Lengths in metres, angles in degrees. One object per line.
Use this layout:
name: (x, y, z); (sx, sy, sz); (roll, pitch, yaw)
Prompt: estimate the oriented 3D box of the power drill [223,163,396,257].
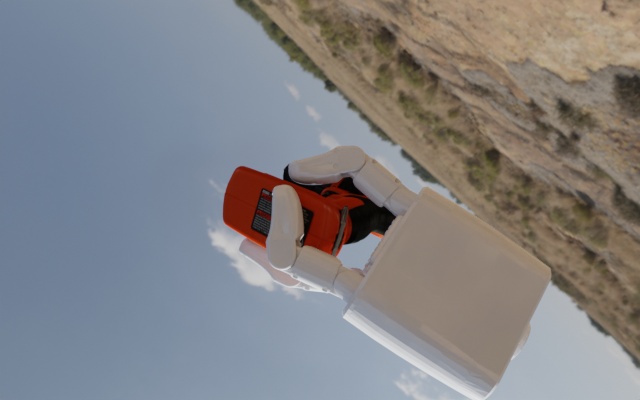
power drill: (0.000, 0.002, 0.446); (0.184, 0.057, 0.187); (22, 15, 29)
